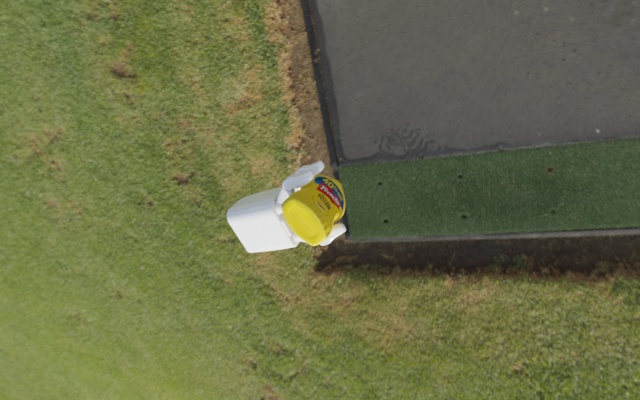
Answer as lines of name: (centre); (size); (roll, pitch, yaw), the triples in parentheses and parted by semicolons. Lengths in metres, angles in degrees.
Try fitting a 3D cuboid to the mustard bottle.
mustard bottle: (0.000, 0.003, 0.886); (0.058, 0.096, 0.191); (-38, 6, 28)
